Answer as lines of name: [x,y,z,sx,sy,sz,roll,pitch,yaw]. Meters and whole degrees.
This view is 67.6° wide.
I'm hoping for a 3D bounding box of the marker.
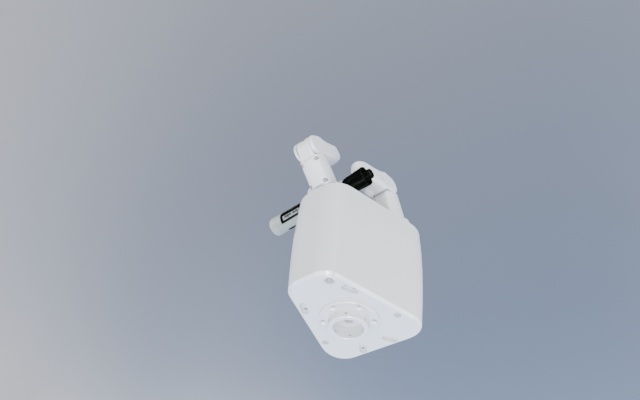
marker: [0.000,0.001,0.462,0.121,0.020,0.020,-29,-15,28]
